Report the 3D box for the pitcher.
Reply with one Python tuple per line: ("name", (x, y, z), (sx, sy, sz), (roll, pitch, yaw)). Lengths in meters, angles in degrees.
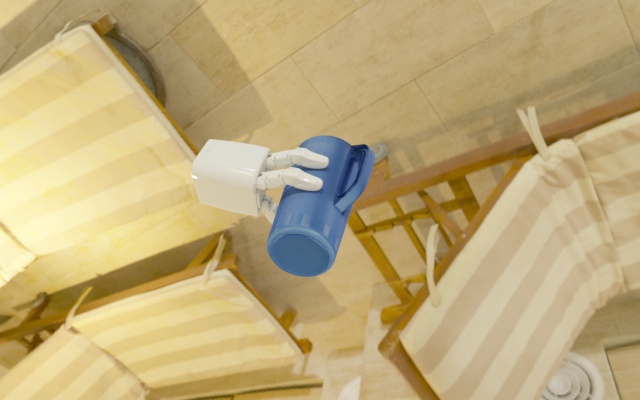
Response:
("pitcher", (0.000, 0.003, 0.799), (0.145, 0.149, 0.242), (13, 41, 3))
